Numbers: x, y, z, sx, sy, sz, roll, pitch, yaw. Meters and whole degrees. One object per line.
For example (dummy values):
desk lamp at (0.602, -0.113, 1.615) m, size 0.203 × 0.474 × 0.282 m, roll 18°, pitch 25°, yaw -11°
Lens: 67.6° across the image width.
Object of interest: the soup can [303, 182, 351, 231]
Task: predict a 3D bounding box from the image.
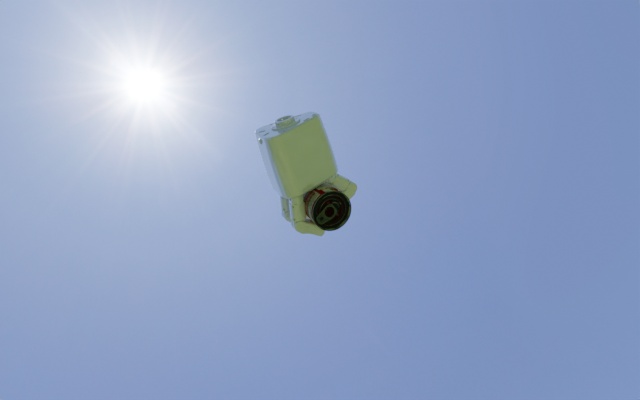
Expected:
soup can at (0.000, 0.003, 0.807) m, size 0.068 × 0.068 × 0.102 m, roll 0°, pitch 17°, yaw -23°
